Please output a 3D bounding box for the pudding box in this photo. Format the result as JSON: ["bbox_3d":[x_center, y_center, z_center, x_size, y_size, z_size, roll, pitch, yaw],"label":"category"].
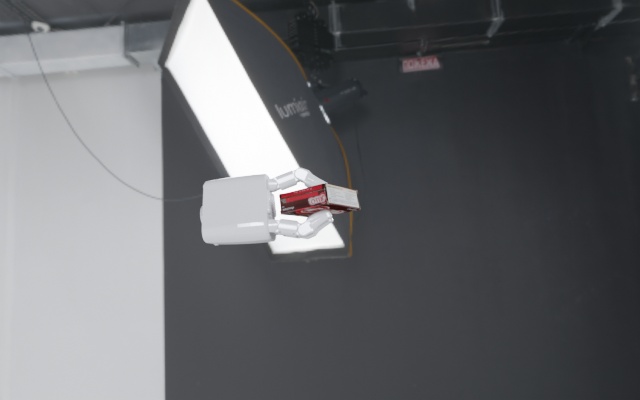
[{"bbox_3d":[0.000,0.002,0.780,0.090,0.039,0.113,-11,-9,30],"label":"pudding box"}]
